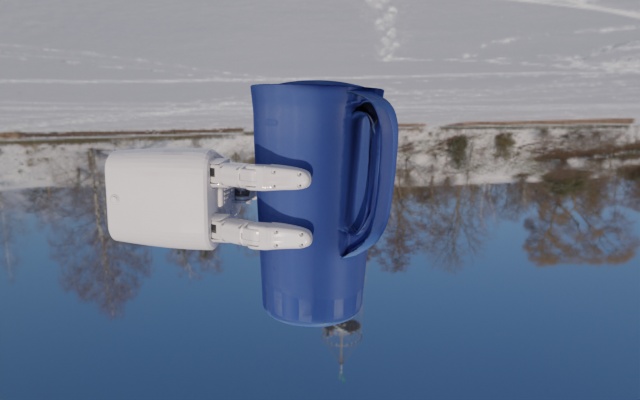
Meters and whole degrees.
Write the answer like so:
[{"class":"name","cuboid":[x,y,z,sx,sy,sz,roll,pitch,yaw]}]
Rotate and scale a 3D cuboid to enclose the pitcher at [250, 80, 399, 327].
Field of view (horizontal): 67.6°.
[{"class":"pitcher","cuboid":[0.000,0.002,0.488,0.145,0.243,0.149,2,10,6]}]
